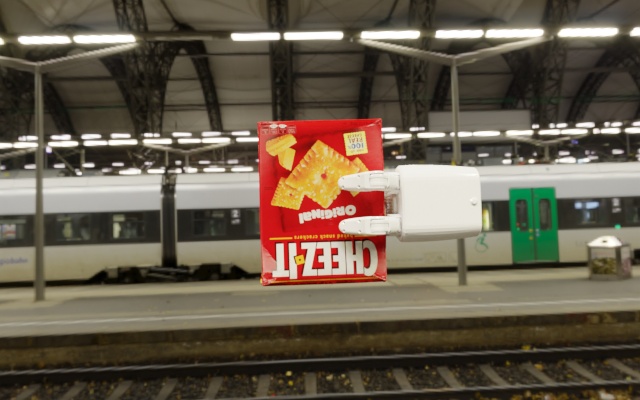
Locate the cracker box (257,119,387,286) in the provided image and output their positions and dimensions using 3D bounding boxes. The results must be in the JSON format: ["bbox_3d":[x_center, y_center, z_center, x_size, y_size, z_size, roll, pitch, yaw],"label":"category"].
[{"bbox_3d":[0.000,0.002,0.635,0.164,0.213,0.072,-1,-3,-5],"label":"cracker box"}]
